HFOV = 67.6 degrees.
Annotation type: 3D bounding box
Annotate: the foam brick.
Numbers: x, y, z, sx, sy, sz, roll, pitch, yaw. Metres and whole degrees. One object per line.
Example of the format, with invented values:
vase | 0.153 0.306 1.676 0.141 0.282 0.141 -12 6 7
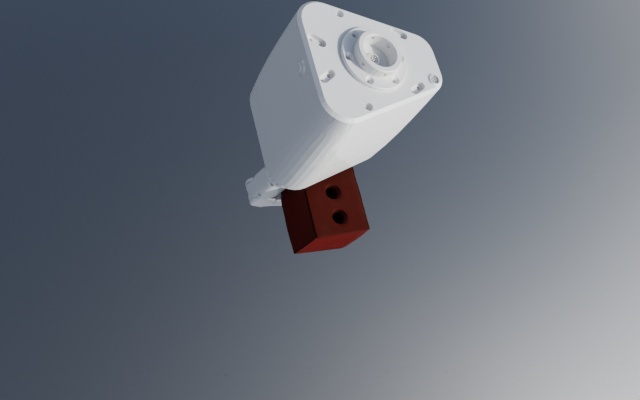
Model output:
foam brick | 0.000 0.002 0.418 0.053 0.078 0.051 -6 -17 -29
